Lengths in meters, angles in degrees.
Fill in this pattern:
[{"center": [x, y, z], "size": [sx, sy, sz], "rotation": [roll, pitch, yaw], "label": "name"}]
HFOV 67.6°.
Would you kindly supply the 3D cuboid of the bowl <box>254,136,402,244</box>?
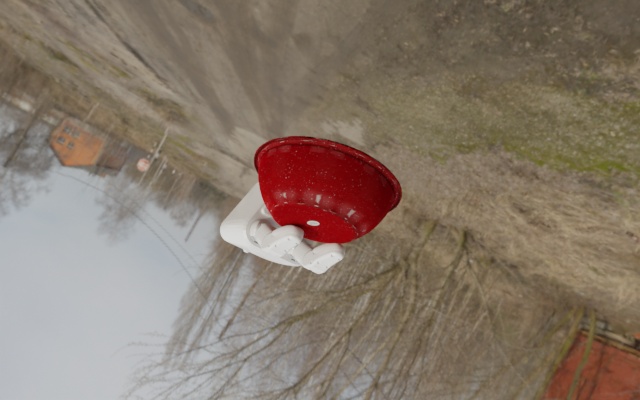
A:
[{"center": [0.000, 0.002, 0.495], "size": [0.162, 0.055, 0.162], "rotation": [13, -26, 6], "label": "bowl"}]
